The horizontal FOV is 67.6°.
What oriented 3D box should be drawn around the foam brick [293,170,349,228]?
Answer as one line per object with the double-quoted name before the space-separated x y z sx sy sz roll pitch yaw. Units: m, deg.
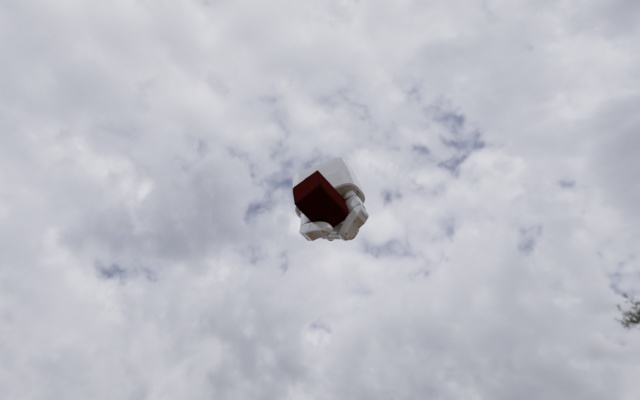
"foam brick" 0.000 0.002 0.749 0.053 0.078 0.051 -35 30 14
